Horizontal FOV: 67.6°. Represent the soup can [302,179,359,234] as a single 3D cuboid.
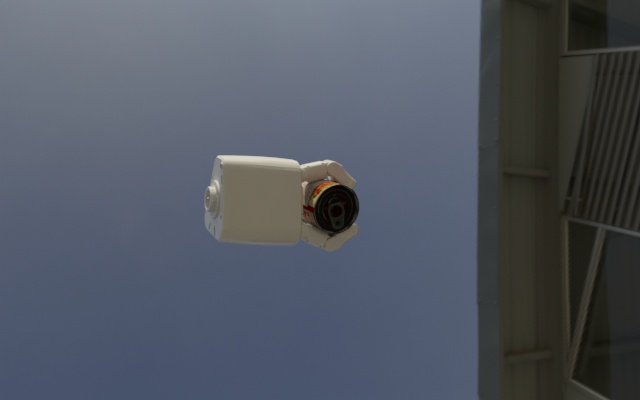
[{"bbox_3d":[0.000,0.002,0.679,0.068,0.068,0.102,0,11,-27],"label":"soup can"}]
